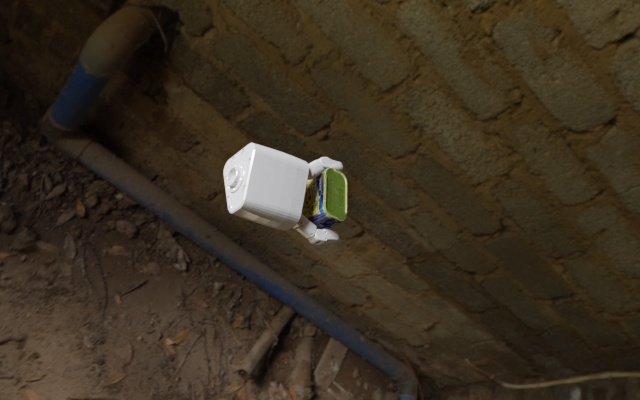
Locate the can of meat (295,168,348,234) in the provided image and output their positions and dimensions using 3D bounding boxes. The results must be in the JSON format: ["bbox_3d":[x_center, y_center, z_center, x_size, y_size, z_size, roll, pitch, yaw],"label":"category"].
[{"bbox_3d":[0.000,0.003,0.826,0.057,0.102,0.084,22,-34,-34],"label":"can of meat"}]
